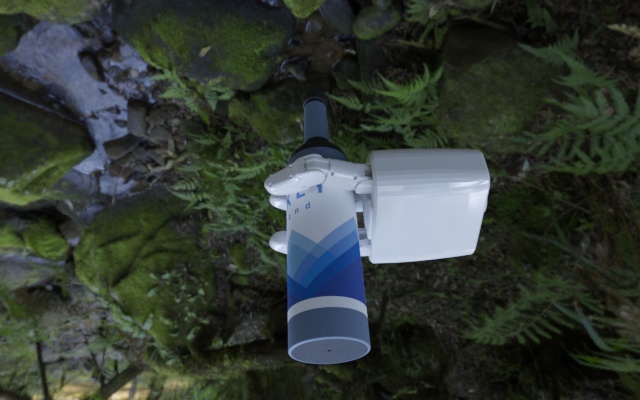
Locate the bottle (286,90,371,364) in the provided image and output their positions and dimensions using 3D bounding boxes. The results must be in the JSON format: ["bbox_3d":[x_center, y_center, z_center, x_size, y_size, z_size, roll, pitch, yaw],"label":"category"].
[{"bbox_3d":[0.000,0.002,0.467,0.069,0.295,0.069,-2,-35,-2],"label":"bottle"}]
